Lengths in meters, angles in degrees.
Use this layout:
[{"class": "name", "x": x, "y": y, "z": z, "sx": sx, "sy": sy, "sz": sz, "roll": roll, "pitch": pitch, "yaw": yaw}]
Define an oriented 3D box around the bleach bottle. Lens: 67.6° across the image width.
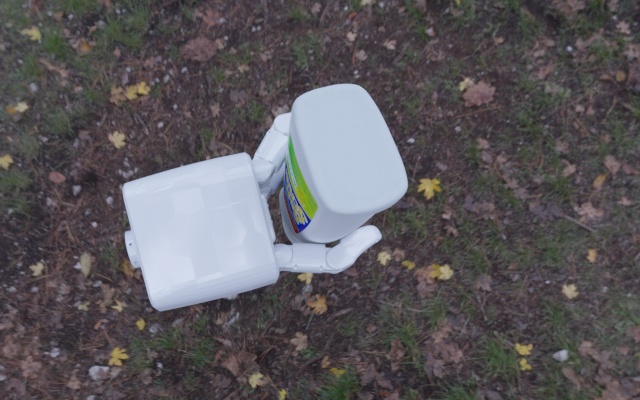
[{"class": "bleach bottle", "x": 0.000, "y": 0.001, "z": 0.443, "sx": 0.068, "sy": 0.102, "sz": 0.251, "roll": -15, "pitch": -16, "yaw": -14}]
